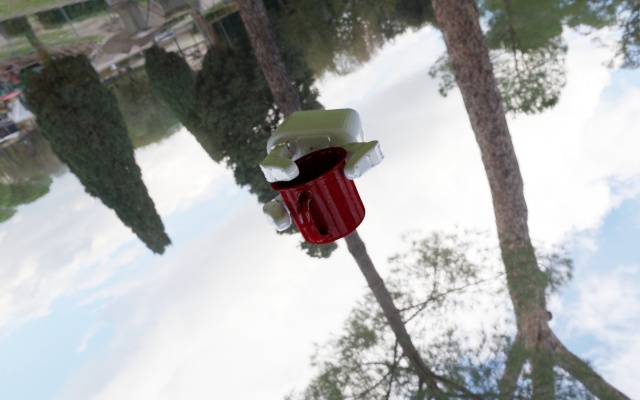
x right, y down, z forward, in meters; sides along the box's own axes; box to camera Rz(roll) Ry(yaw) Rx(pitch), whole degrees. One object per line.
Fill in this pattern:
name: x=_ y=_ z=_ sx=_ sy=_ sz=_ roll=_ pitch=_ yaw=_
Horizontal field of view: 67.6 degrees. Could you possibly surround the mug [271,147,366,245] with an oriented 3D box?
mug: x=0.000 y=0.003 z=0.537 sx=0.093 sy=0.081 sz=0.117 roll=-18 pitch=24 yaw=18
